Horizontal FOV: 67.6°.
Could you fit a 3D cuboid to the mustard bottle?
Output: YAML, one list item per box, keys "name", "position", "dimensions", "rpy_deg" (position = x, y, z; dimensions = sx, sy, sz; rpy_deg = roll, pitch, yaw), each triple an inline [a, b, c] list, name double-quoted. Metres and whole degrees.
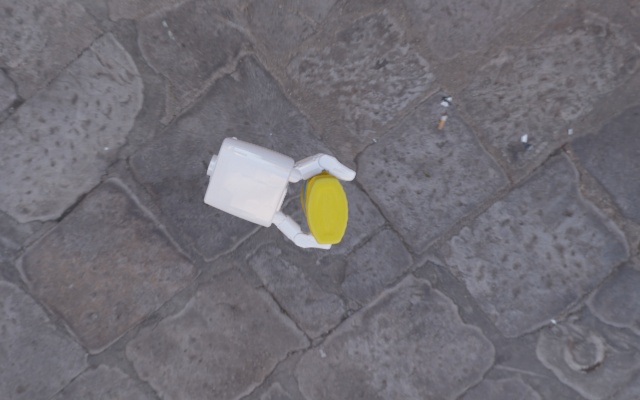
- name: "mustard bottle"
  position: [0.000, 0.003, 0.746]
  dimensions: [0.058, 0.096, 0.191]
  rpy_deg: [-5, 8, -5]
